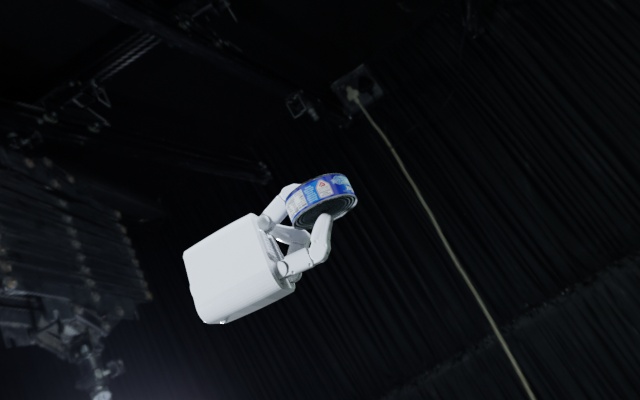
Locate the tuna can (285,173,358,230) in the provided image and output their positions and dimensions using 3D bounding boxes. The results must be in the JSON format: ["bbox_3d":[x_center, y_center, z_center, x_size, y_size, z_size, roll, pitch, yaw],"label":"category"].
[{"bbox_3d":[0.000,0.001,0.590,0.086,0.033,0.086,-21,-20,-8],"label":"tuna can"}]
